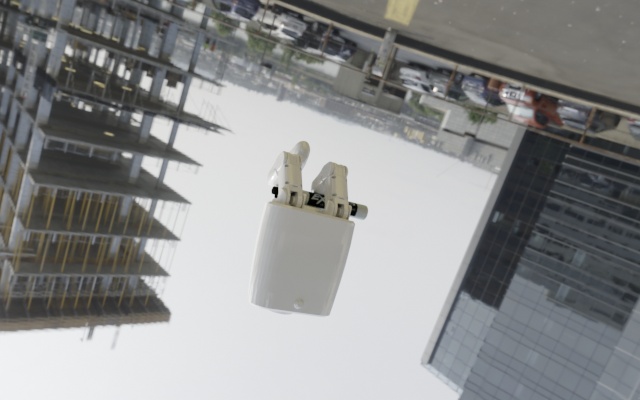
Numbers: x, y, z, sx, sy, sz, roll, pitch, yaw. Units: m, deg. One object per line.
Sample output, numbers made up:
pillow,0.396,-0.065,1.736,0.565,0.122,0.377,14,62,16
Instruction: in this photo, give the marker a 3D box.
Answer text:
marker,0.000,0.002,0.557,0.121,0.020,0.020,14,-6,-24
